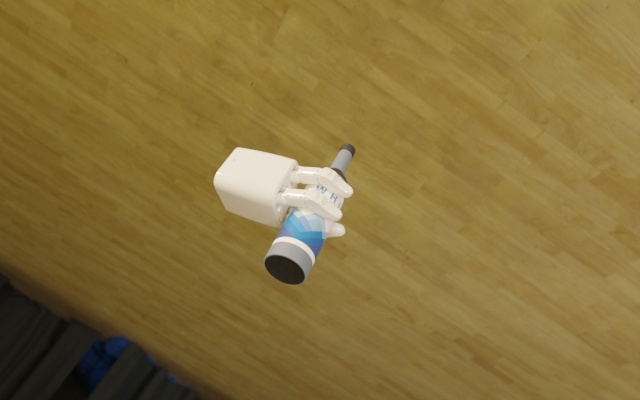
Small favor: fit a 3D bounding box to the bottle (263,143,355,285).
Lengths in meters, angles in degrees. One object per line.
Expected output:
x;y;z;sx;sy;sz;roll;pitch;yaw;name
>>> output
0.000;0.003;0.773;0.069;0.069;0.295;0;41;27;bottle
